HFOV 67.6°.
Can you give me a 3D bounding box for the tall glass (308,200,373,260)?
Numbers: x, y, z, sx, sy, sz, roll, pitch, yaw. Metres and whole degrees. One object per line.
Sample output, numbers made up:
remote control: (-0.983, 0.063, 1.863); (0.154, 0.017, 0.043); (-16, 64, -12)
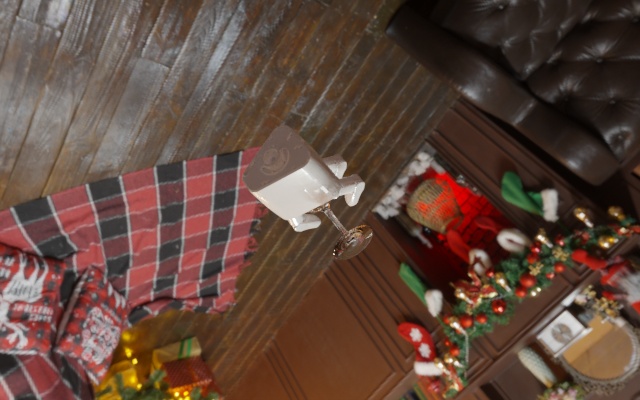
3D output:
tall glass: (0.000, 0.003, 0.797); (0.079, 0.079, 0.201); (0, 40, -42)
